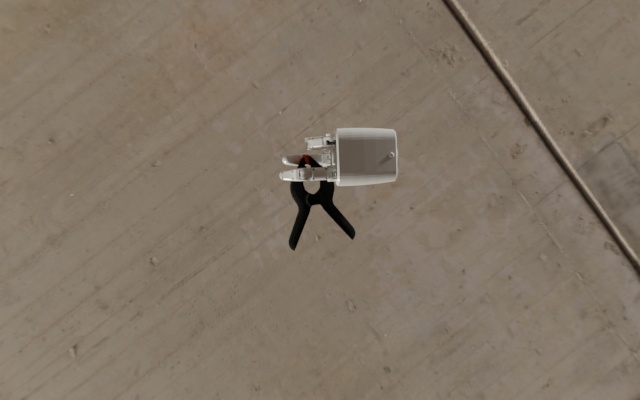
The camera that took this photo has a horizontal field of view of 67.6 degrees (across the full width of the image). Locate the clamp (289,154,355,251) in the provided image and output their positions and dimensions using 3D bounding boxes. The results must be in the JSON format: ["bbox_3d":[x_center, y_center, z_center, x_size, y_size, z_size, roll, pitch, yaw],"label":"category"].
[{"bbox_3d":[0.000,0.003,0.856,0.120,0.171,0.039,-2,4,-6],"label":"clamp"}]
